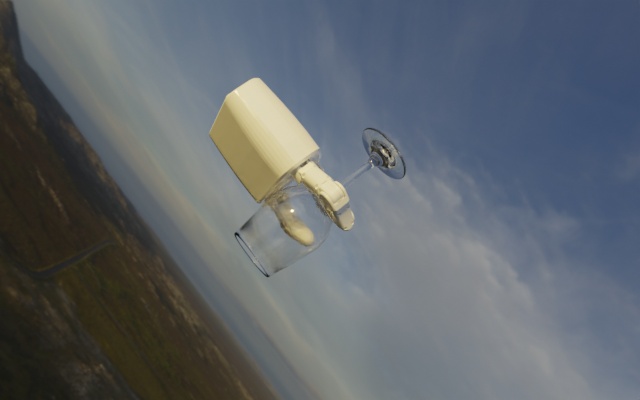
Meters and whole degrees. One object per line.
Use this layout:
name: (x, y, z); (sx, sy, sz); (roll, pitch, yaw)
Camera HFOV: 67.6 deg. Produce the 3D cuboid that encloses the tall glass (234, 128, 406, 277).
tall glass: (0.001, 0.001, 0.547); (0.201, 0.079, 0.079); (-38, 12, -16)
